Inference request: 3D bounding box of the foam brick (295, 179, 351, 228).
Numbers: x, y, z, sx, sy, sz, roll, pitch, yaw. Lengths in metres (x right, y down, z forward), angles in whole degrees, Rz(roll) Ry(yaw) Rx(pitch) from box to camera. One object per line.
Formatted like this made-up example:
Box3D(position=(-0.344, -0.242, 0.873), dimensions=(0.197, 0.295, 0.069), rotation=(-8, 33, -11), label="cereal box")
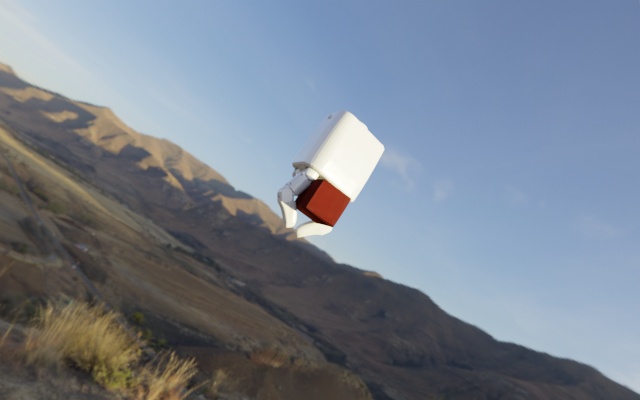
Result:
Box3D(position=(0.000, 0.002, 0.713), dimensions=(0.053, 0.051, 0.078), rotation=(37, -9, -17), label="foam brick")
